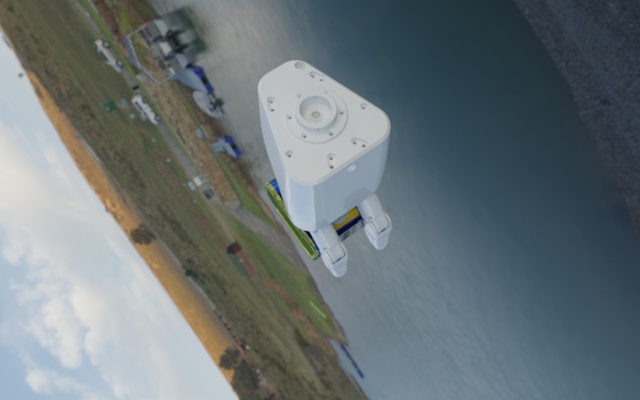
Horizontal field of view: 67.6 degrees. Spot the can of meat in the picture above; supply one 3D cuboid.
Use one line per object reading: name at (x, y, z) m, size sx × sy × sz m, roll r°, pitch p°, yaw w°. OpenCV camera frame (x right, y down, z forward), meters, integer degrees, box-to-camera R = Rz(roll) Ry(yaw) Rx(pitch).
can of meat at (0.000, 0.002, 0.518) m, size 0.084 × 0.102 × 0.057 m, roll -34°, pitch -14°, yaw -12°
